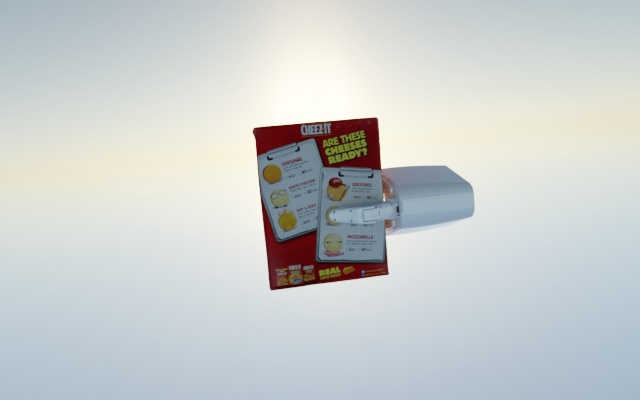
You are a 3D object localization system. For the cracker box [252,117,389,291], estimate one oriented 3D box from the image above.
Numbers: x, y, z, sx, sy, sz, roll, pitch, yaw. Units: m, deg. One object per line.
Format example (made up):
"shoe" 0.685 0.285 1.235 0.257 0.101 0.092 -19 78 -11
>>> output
"cracker box" 0.000 0.002 0.649 0.164 0.214 0.072 -6 6 -9
